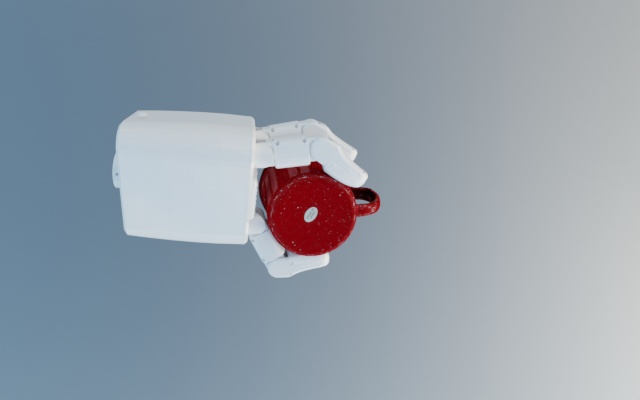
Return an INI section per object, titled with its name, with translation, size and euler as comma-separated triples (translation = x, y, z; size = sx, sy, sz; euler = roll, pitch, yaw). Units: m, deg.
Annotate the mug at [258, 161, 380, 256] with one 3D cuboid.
[mug]
translation = 0.002, 0.002, 0.459
size = 0.117, 0.093, 0.081
euler = 2, 20, -9
